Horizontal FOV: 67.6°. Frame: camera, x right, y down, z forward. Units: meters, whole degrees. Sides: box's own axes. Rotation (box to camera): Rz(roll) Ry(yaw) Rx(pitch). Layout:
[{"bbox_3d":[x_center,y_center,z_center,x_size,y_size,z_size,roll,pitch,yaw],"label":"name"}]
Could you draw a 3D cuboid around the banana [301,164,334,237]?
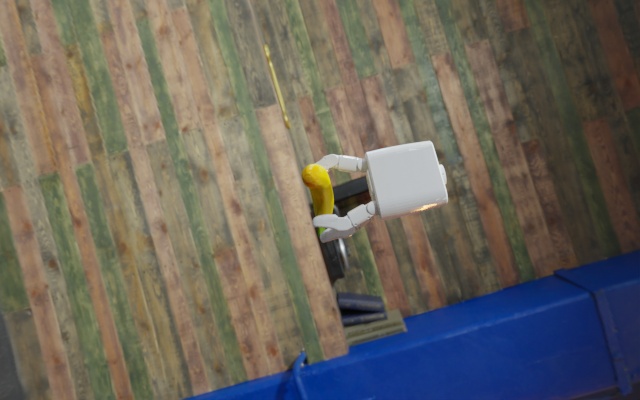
[{"bbox_3d":[-0.001,-0.012,0.742,0.037,0.069,0.198,-7,-29,5],"label":"banana"}]
